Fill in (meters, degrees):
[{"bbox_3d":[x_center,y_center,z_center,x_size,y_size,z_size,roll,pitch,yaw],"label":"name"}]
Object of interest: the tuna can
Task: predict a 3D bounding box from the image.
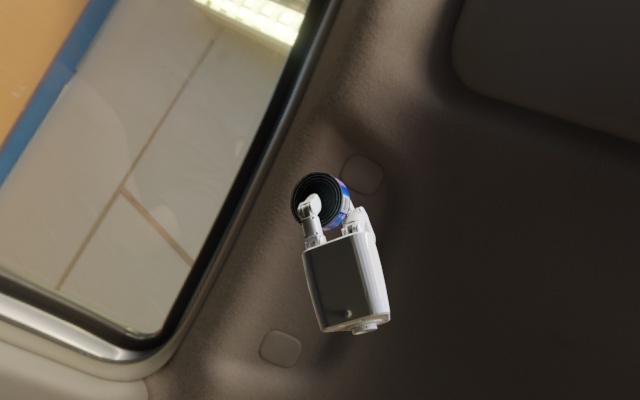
[{"bbox_3d":[0.000,0.002,0.710,0.086,0.086,0.034,0,-11,27],"label":"tuna can"}]
